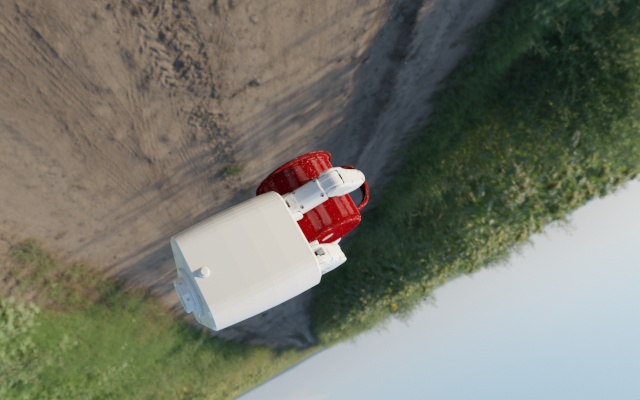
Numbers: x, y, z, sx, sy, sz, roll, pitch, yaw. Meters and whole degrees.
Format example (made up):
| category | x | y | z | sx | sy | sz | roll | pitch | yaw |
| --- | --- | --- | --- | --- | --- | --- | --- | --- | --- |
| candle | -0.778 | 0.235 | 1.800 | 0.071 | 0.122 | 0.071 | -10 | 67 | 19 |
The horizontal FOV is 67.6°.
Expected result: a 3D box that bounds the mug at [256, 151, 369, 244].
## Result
| category | x | y | z | sx | sy | sz | roll | pitch | yaw |
| --- | --- | --- | --- | --- | --- | --- | --- | --- | --- |
| mug | 0.001 | 0.001 | 0.519 | 0.117 | 0.081 | 0.093 | -24 | -16 | -24 |
